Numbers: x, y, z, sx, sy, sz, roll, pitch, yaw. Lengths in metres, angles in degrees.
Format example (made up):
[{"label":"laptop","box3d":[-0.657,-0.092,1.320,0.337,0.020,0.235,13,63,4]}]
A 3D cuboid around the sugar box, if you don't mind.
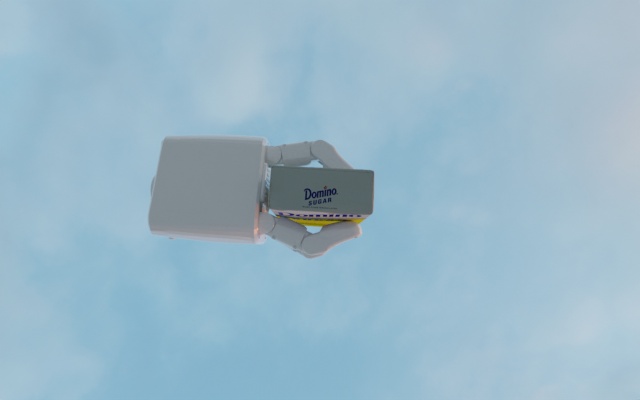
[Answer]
[{"label":"sugar box","box3d":[0.000,0.002,0.496,0.093,0.048,0.176,3,-5,0]}]
